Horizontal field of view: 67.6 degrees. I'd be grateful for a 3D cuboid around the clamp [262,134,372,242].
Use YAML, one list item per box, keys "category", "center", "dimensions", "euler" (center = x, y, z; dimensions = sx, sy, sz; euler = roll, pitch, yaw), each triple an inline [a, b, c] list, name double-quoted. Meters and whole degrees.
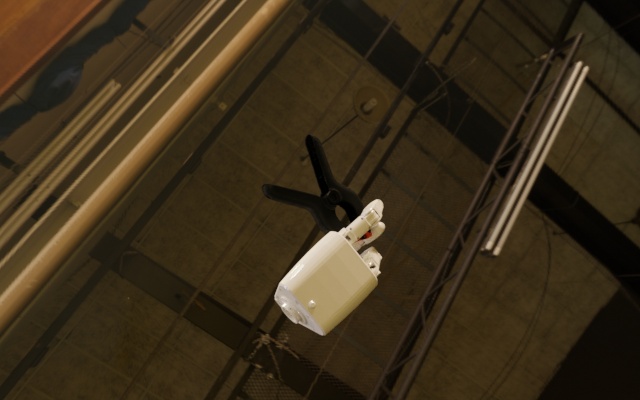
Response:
- category: "clamp"
  center: [0.000, 0.002, 0.679]
  dimensions: [0.120, 0.171, 0.039]
  euler: [-41, 6, -23]
